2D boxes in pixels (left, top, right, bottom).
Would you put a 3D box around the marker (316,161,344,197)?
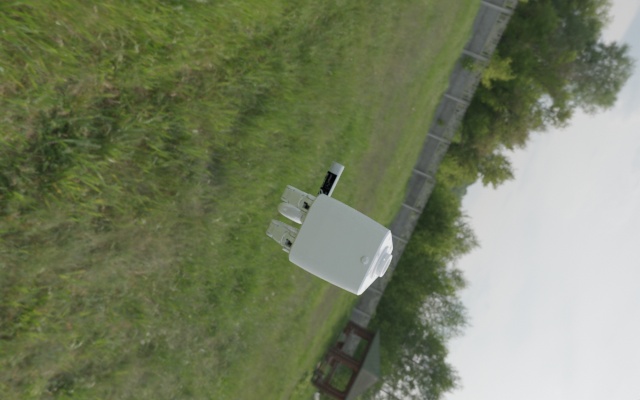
[{"bbox_3d":[0.000,0.002,0.683,0.020,0.121,0.020,25,4,-2],"label":"marker"}]
